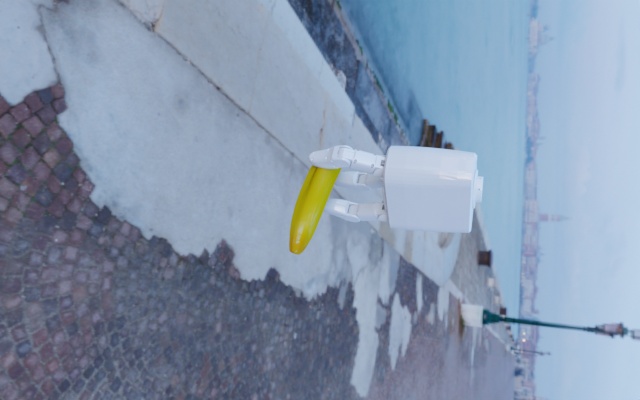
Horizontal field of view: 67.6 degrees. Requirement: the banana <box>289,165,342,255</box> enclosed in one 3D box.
[{"bbox_3d":[0.000,-0.015,0.636,0.037,0.070,0.197,8,39,16],"label":"banana"}]
